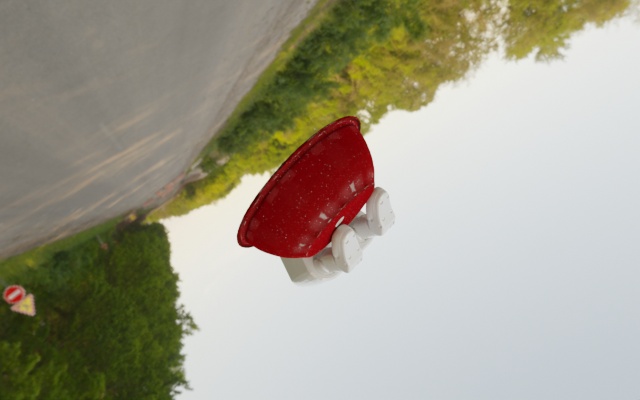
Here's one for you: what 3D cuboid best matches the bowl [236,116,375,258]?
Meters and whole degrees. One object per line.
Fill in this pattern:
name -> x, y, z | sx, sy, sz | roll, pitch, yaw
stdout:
bowl -> 0.000, 0.001, 0.442 | 0.055, 0.162, 0.162 | 43, 11, 13
